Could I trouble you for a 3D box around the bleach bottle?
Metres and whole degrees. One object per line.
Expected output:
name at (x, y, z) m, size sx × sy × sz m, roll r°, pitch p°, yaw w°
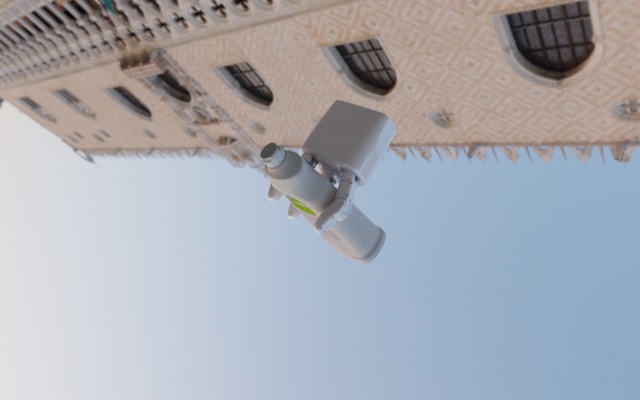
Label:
bleach bottle at (0.000, 0.002, 0.723) m, size 0.102 × 0.068 × 0.251 m, roll 17°, pitch -22°, yaw 44°
